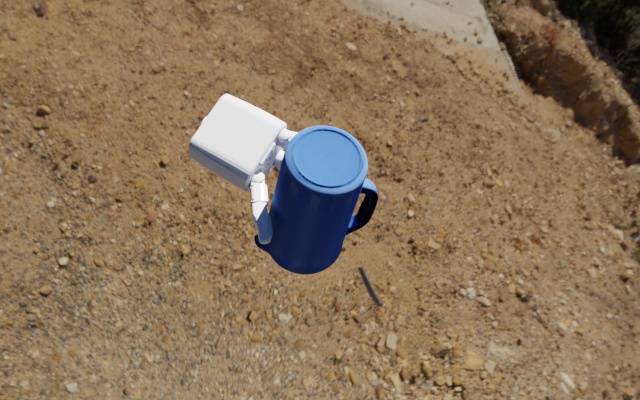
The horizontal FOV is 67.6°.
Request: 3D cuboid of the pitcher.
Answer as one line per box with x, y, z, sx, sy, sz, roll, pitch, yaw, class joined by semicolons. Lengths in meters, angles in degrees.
0.000;0.002;0.698;0.145;0.149;0.243;31;-30;8;pitcher
